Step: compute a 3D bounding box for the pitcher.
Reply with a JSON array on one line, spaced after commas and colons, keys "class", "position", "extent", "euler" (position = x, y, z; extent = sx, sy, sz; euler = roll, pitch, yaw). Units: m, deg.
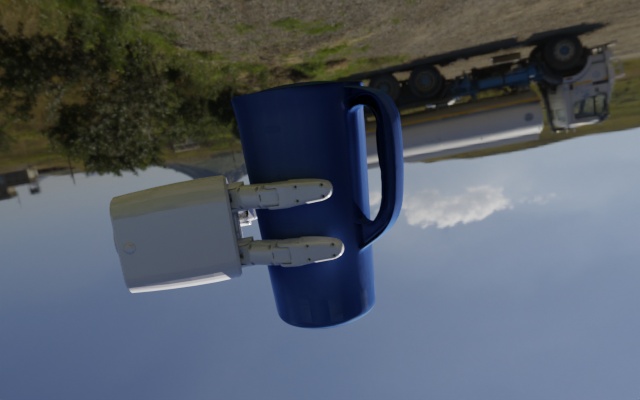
[{"class": "pitcher", "position": [0.000, 0.002, 0.491], "extent": [0.145, 0.243, 0.149], "euler": [-10, 10, -10]}]
